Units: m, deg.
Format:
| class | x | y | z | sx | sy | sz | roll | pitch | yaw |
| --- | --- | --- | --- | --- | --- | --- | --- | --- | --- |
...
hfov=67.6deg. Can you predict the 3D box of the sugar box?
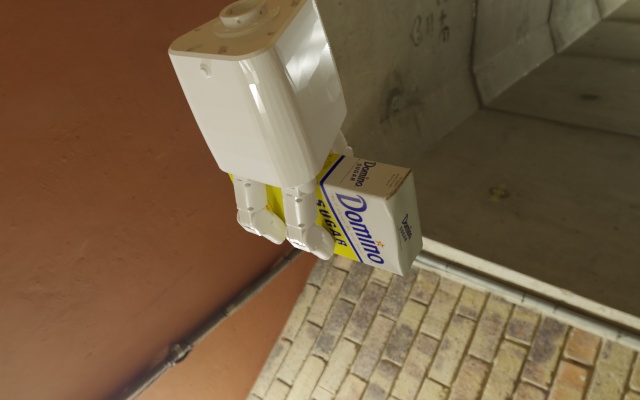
| class | x | y | z | sx | sy | sz | roll | pitch | yaw |
| --- | --- | --- | --- | --- | --- | --- | --- | --- | --- |
| sugar box | 0.000 | 0.002 | 0.431 | 0.176 | 0.093 | 0.048 | 17 | 51 | 35 |
